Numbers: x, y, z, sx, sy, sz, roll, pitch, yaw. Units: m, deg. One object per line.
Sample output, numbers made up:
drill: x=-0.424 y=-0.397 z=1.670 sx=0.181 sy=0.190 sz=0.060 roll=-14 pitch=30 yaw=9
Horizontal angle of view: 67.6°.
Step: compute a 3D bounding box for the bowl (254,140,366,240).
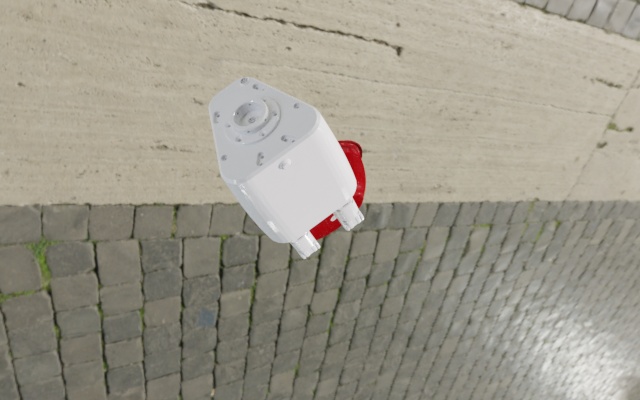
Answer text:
bowl: x=0.001 y=0.002 z=0.584 sx=0.162 sy=0.055 sz=0.162 roll=-32 pitch=-21 yaw=-13
